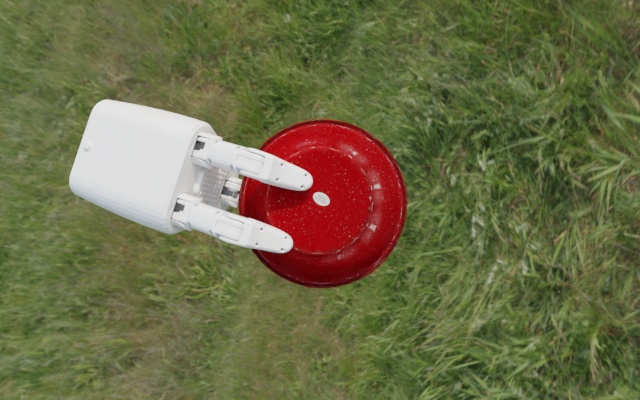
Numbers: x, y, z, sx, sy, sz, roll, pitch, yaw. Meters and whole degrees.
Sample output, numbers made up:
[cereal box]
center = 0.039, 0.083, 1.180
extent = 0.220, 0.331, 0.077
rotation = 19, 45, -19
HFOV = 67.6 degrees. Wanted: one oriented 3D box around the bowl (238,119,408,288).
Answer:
[bowl]
center = 0.001, 0.001, 0.430
extent = 0.162, 0.162, 0.055
rotation = 0, -3, 3
